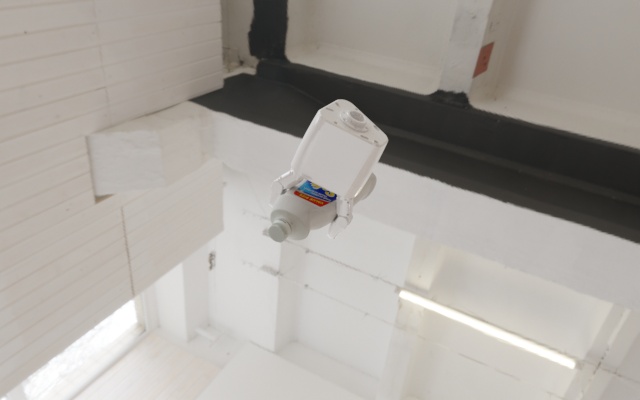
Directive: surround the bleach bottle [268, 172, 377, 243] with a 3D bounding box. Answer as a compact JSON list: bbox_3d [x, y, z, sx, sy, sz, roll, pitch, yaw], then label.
[{"bbox_3d":[0.000,0.003,0.800,0.102,0.068,0.250,36,38,9],"label":"bleach bottle"}]
